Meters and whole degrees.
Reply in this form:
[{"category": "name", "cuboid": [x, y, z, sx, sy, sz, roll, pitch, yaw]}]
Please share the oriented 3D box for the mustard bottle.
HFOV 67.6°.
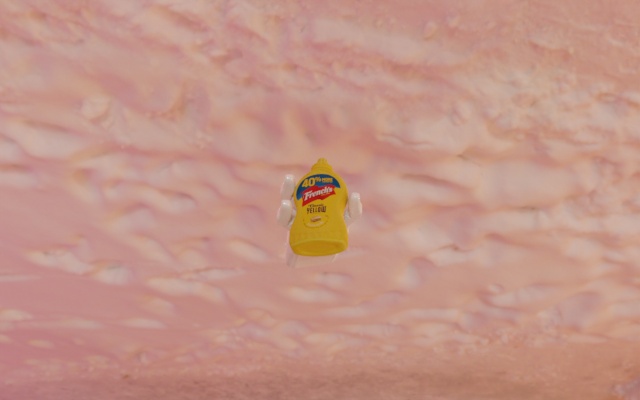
[{"category": "mustard bottle", "cuboid": [0.000, 0.003, 0.836, 0.096, 0.191, 0.058, -7, -38, 13]}]
